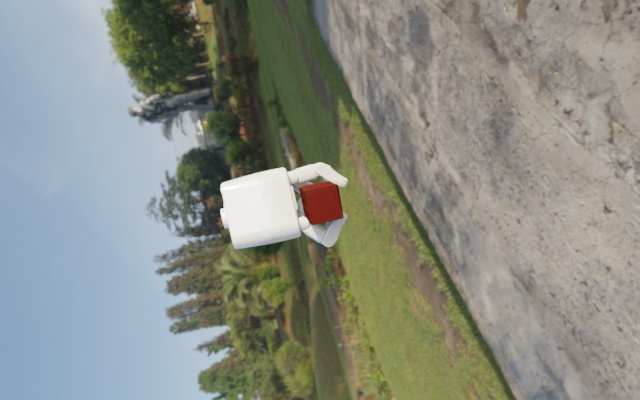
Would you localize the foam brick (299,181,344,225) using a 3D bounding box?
[{"bbox_3d":[0.000,0.002,0.733,0.051,0.053,0.078,-12,8,-7],"label":"foam brick"}]
